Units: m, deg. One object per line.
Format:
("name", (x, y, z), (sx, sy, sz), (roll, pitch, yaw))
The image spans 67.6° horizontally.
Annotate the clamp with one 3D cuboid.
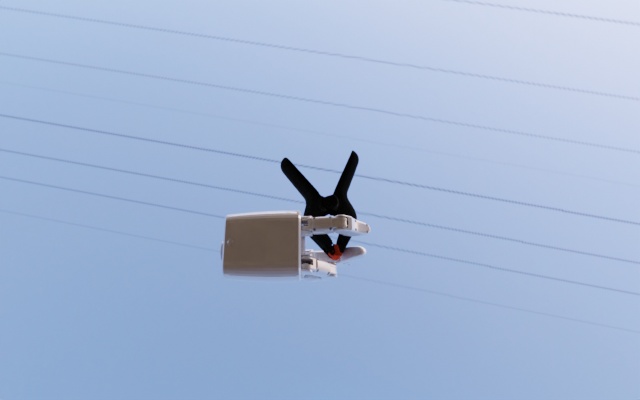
("clamp", (0.000, 0.003, 0.710), (0.120, 0.171, 0.039), (-1, -23, 0))
